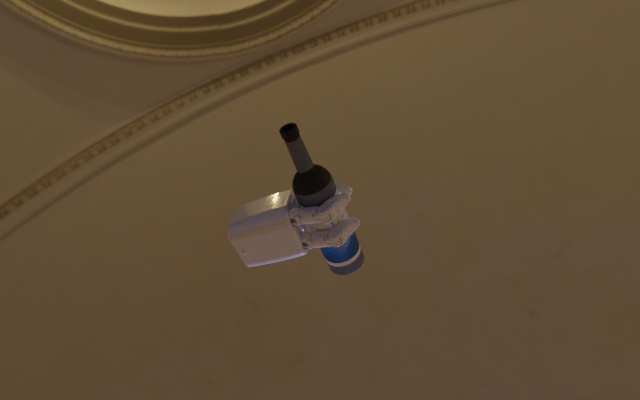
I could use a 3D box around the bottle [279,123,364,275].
[{"bbox_3d":[0.000,0.003,0.780,0.069,0.296,0.069,-15,38,12],"label":"bottle"}]
